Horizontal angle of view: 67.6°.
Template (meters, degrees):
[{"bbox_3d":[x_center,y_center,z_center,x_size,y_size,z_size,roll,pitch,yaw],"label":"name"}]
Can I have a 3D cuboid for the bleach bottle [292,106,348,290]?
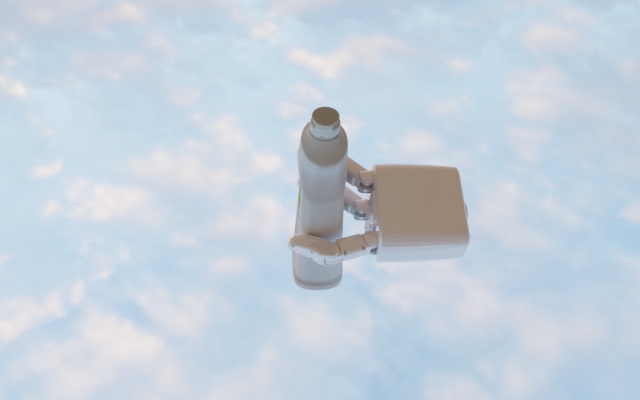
[{"bbox_3d":[0.000,0.002,0.563,0.068,0.102,0.251,-1,-39,-4],"label":"bleach bottle"}]
